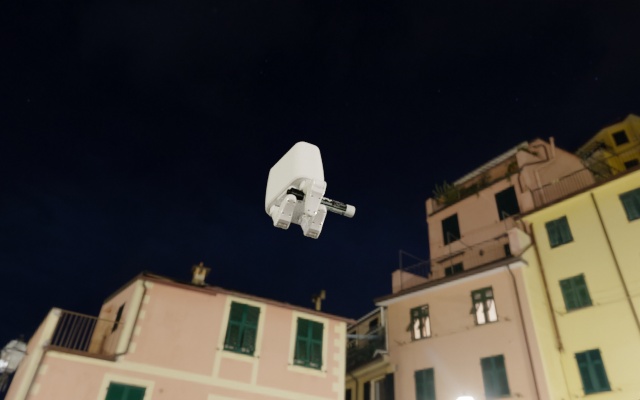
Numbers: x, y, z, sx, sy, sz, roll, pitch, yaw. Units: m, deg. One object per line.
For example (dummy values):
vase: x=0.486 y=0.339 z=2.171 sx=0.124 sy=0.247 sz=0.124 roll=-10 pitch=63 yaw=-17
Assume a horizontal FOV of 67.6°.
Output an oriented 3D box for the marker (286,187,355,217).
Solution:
marker: x=0.000 y=0.003 z=0.797 sx=0.121 sy=0.020 sz=0.020 roll=17 pitch=-6 yaw=-18
